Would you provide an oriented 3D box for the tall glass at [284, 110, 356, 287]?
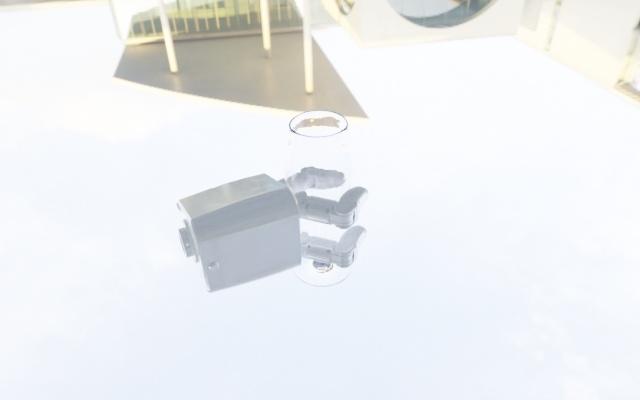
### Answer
[{"bbox_3d":[0.000,0.002,0.547,0.079,0.201,0.079,-1,35,1],"label":"tall glass"}]
